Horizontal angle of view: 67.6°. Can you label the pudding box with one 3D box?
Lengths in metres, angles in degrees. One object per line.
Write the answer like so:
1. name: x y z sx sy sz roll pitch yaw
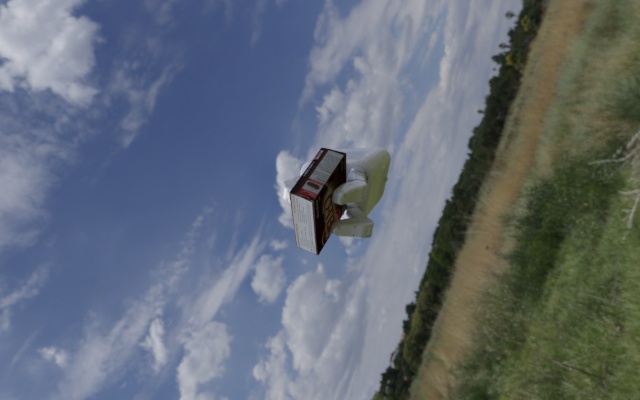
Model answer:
1. pudding box: 0.000 0.002 0.616 0.039 0.090 0.114 17 -37 20
